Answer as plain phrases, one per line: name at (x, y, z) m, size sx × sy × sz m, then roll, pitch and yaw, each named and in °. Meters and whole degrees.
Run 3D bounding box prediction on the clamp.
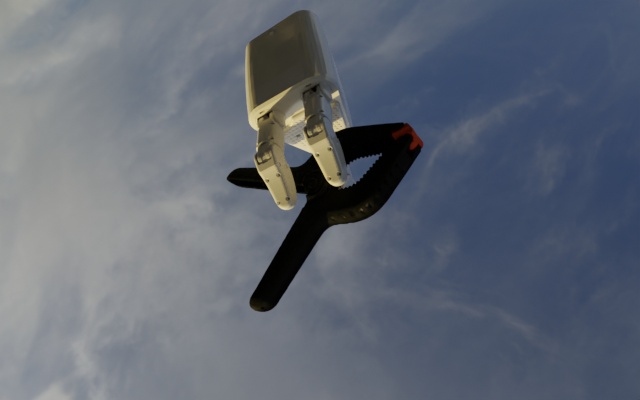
clamp at (0.001, 0.001, 0.446) m, size 0.210 × 0.164 × 0.036 m, roll -25°, pitch -33°, yaw 23°
